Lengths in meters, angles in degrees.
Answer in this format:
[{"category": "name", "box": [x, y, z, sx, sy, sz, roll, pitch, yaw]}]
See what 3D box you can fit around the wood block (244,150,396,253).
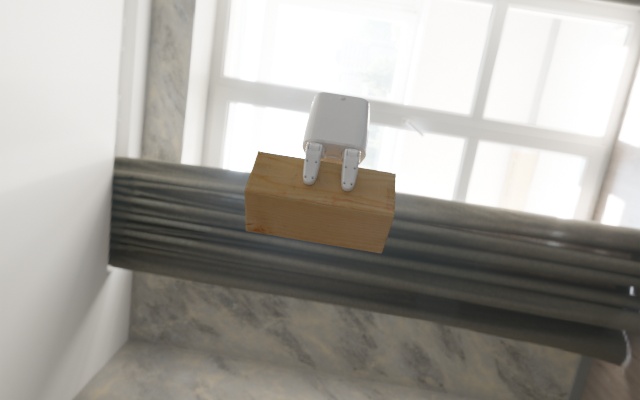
[{"category": "wood block", "box": [0.000, 0.002, 0.706, 0.206, 0.090, 0.091, 9, -42, 1]}]
